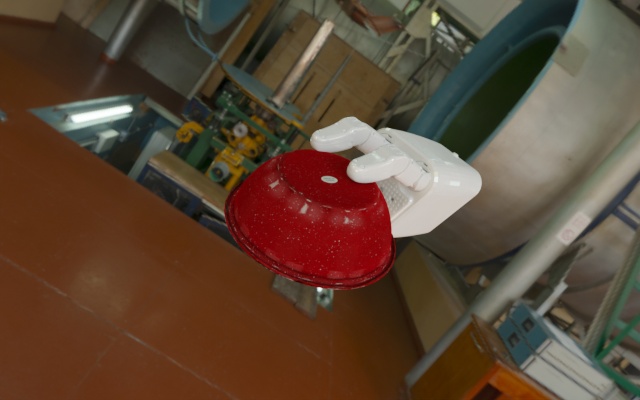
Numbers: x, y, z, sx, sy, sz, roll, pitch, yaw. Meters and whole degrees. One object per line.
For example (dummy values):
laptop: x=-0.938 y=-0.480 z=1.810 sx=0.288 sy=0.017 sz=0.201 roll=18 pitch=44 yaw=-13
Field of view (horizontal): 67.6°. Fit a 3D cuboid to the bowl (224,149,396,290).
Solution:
bowl: x=-0.001 y=0.001 z=0.421 sx=0.162 sy=0.055 sz=0.162 roll=14 pitch=33 yaw=-9
